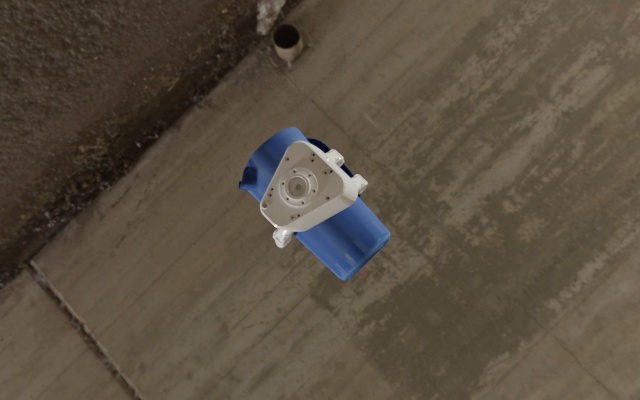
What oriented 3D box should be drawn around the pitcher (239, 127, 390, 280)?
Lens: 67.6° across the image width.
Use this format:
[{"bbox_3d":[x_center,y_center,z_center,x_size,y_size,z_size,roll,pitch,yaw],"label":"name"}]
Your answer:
[{"bbox_3d":[0.000,0.003,0.778,0.243,0.149,0.145,46,3,10],"label":"pitcher"}]
